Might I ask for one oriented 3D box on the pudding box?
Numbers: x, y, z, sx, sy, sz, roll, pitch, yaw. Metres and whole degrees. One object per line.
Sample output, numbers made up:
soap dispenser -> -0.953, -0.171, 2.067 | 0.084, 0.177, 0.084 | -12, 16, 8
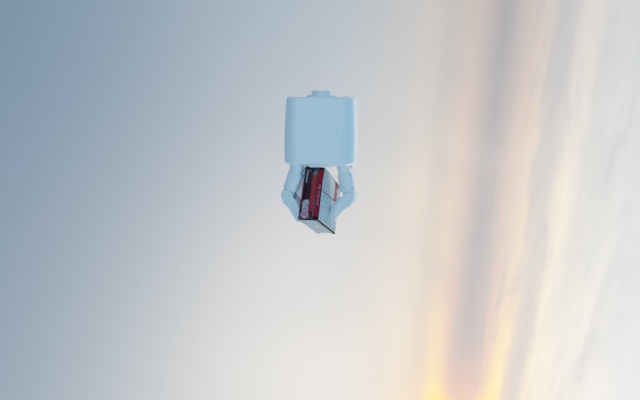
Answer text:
pudding box -> 0.000, 0.003, 0.802 | 0.039, 0.090, 0.113 | 4, -14, 19
